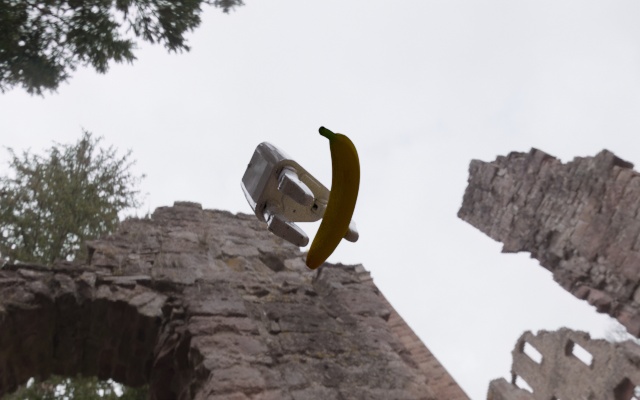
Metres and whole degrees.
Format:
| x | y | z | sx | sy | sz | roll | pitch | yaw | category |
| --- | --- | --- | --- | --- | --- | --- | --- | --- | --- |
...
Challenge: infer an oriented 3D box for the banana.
| x | y | z | sx | sy | sz | roll | pitch | yaw | category |
| --- | --- | --- | --- | --- | --- | --- | --- | --- | --- |
| 0.017 | -0.003 | 0.606 | 0.069 | 0.198 | 0.037 | -8 | 28 | -24 | banana |
